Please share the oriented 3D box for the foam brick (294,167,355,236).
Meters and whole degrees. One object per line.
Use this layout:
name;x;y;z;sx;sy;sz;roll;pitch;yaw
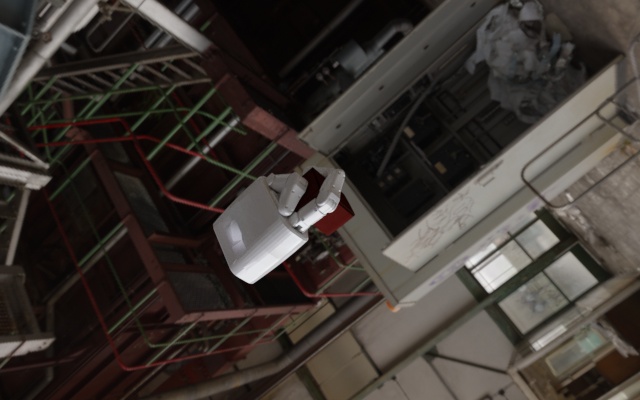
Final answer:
foam brick;0.000;0.002;0.675;0.078;0.051;0.053;39;17;-35
